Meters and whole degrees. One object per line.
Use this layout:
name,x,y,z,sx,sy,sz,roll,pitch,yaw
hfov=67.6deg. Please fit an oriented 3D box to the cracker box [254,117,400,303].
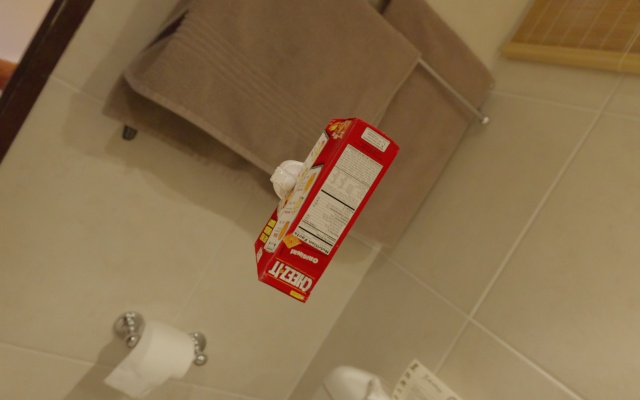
cracker box,0.000,0.002,0.607,0.072,0.214,0.164,31,3,-12
